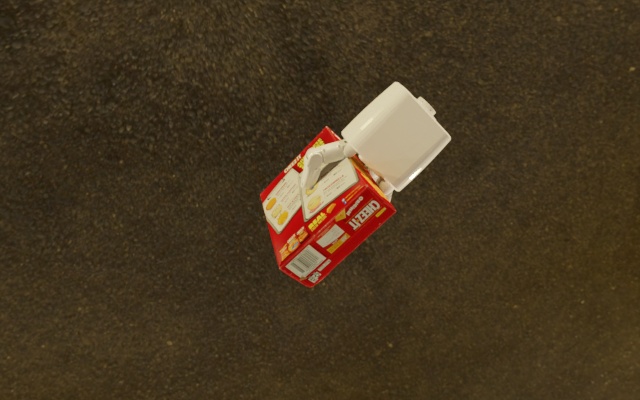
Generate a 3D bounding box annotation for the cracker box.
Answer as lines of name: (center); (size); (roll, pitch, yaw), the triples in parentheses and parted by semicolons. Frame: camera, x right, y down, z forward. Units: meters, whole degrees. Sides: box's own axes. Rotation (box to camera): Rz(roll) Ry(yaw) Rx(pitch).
cracker box: (0.000, 0.002, 0.715); (0.072, 0.164, 0.213); (39, 13, -29)
